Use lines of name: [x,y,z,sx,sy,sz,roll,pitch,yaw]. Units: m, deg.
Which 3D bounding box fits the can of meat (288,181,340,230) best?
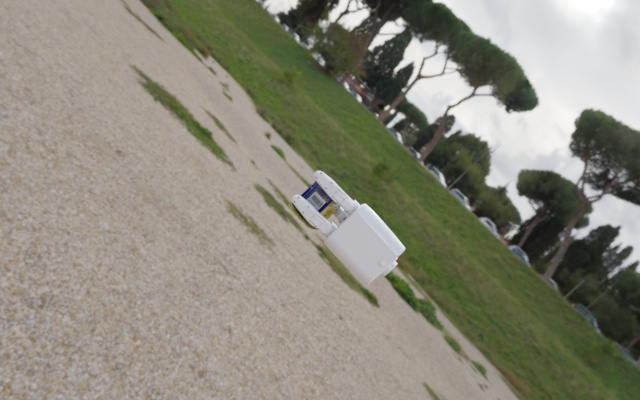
can of meat: [0.000,0.003,0.852,0.084,0.057,0.102,-44,-13,5]
